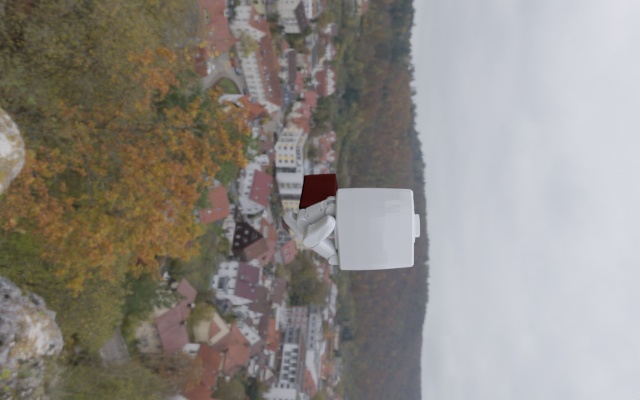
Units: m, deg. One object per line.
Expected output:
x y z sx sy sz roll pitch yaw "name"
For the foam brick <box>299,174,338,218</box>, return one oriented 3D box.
0.000 0.002 0.732 0.051 0.053 0.078 -5 41 10 "foam brick"
